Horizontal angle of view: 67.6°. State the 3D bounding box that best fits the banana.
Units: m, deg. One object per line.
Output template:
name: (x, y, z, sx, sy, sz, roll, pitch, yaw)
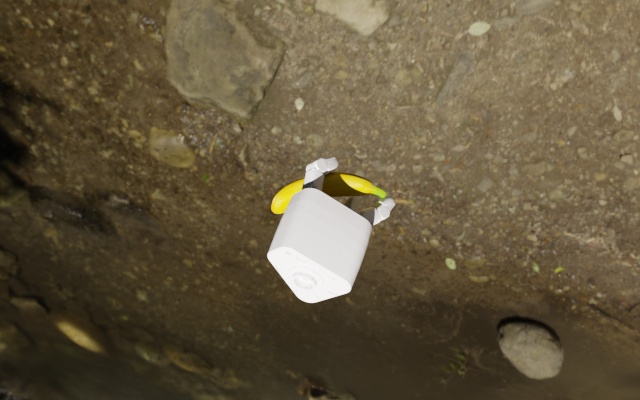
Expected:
banana: (-0.004, -0.011, 0.732, 0.198, 0.037, 0.070, -7, -46, 27)
